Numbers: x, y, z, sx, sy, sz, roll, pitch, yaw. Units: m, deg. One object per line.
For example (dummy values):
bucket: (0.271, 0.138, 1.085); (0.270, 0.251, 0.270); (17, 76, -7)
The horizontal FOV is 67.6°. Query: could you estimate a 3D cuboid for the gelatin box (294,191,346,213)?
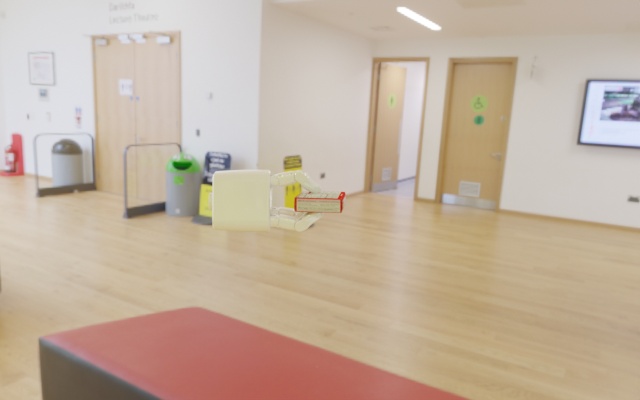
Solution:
gelatin box: (0.000, 0.002, 0.897); (0.089, 0.030, 0.073); (1, 11, 8)
